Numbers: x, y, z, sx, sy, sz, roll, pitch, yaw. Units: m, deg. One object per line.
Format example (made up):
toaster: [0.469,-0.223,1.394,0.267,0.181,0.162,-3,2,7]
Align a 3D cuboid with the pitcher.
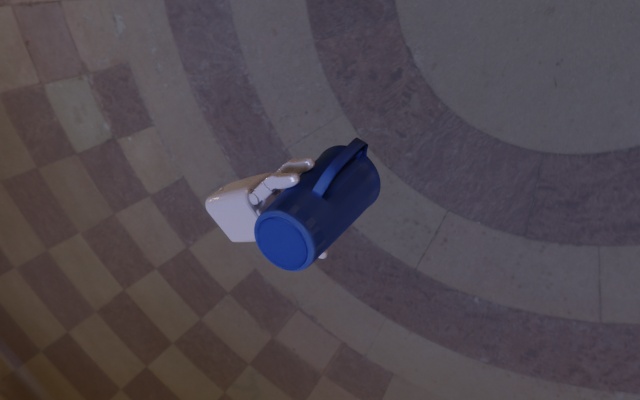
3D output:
pitcher: [0.000,0.003,0.797,0.145,0.149,0.242,-7,23,34]
